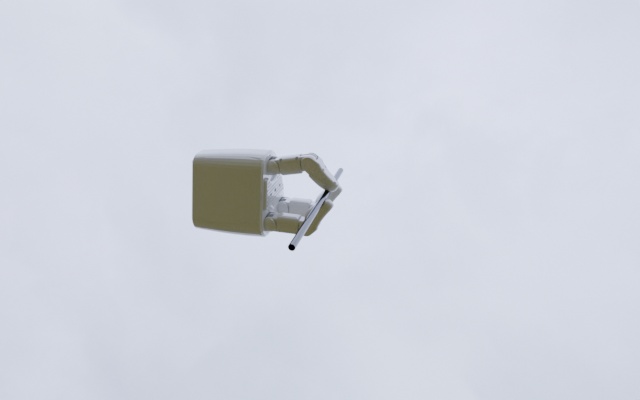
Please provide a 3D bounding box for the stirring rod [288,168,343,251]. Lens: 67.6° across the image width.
[{"bbox_3d":[0.000,0.002,0.597,0.011,0.011,0.239,0,23,16],"label":"stirring rod"}]
